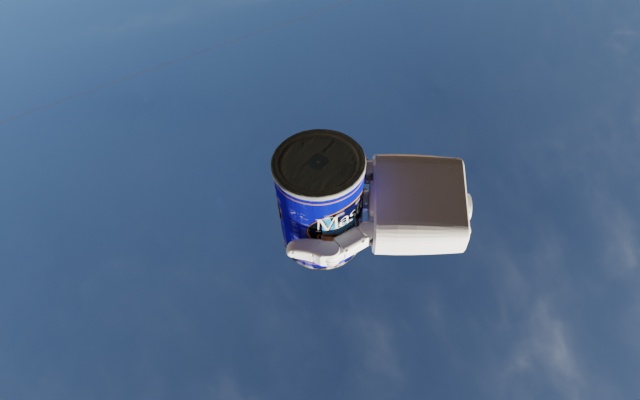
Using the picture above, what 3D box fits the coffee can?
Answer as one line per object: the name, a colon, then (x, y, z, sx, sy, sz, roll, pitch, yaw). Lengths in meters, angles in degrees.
coffee can: (0.000, 0.002, 0.564, 0.103, 0.102, 0.140, 0, -39, 3)
